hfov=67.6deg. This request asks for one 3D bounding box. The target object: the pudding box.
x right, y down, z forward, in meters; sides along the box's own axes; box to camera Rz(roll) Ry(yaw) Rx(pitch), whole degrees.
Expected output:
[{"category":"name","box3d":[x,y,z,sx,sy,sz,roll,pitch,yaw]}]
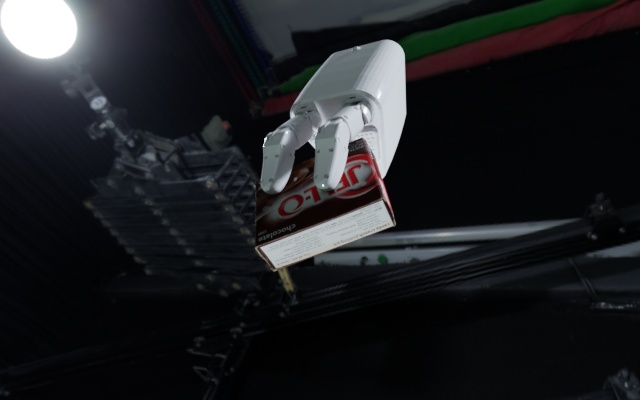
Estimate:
[{"category":"pudding box","box3d":[0.000,0.001,0.412,0.113,0.039,0.090,-24,36,11]}]
